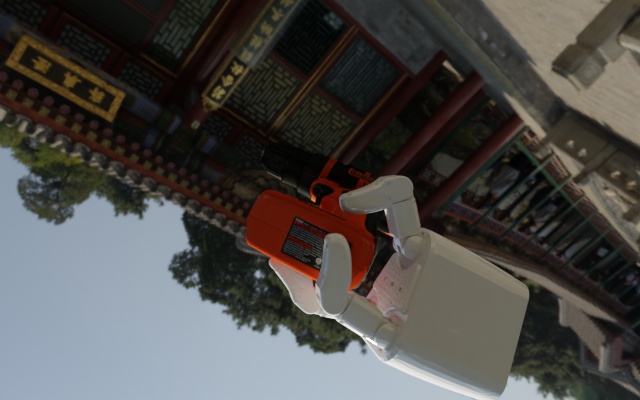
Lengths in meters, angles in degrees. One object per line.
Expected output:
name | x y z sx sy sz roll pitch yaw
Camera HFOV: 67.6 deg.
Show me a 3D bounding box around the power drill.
power drill | 0.000 0.002 0.463 0.184 0.057 0.187 24 22 8
